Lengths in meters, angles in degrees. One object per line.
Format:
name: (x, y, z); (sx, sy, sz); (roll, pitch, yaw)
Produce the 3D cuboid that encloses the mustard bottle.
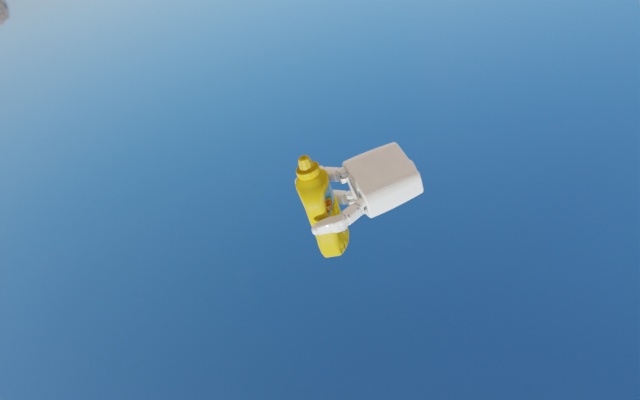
mustard bottle: (0.000, 0.003, 0.845); (0.058, 0.192, 0.096); (-9, 36, 15)
